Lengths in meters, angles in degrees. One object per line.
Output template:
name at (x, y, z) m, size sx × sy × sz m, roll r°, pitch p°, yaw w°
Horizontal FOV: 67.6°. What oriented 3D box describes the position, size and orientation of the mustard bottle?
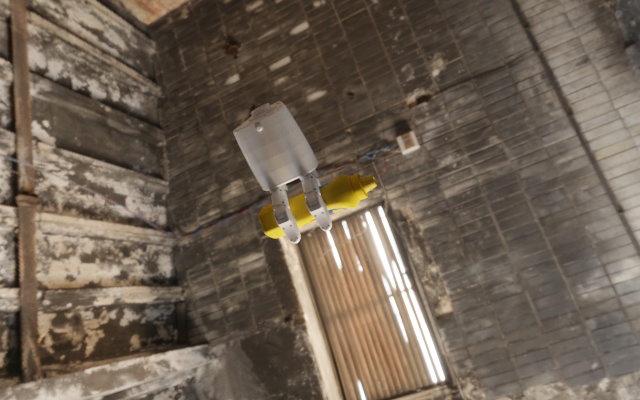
mustard bottle at (0.000, 0.003, 0.780) m, size 0.191 × 0.058 × 0.096 m, roll -22°, pitch -5°, yaw 16°
